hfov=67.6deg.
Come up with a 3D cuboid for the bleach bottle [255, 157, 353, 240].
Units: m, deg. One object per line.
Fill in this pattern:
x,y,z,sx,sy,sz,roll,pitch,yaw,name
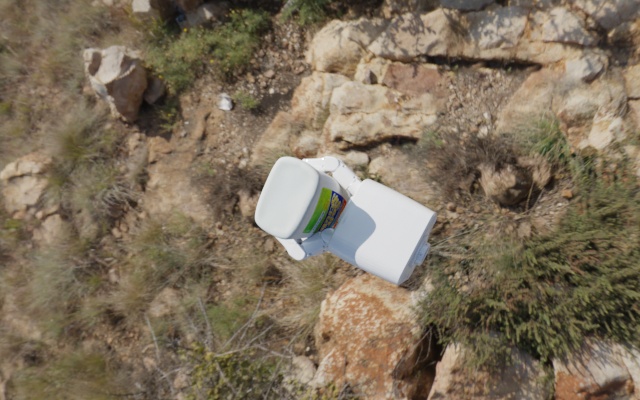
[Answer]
0.000,0.002,0.692,0.068,0.102,0.251,28,8,19,bleach bottle
